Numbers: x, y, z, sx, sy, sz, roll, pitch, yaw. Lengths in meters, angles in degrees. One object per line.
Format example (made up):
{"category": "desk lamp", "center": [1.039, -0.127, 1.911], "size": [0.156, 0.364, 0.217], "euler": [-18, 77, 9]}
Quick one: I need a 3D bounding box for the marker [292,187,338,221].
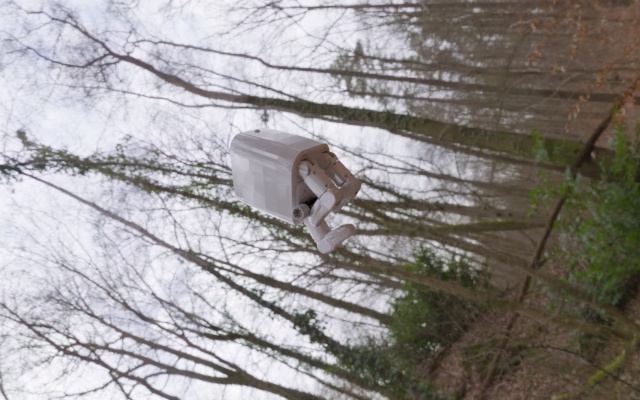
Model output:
{"category": "marker", "center": [0.000, 0.002, 0.652], "size": [0.020, 0.020, 0.121], "euler": [0, 14, 29]}
